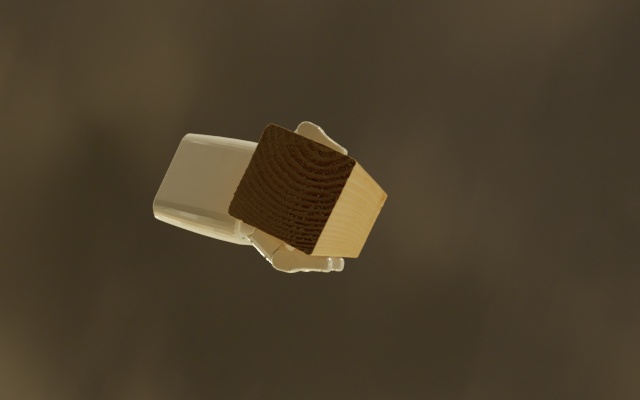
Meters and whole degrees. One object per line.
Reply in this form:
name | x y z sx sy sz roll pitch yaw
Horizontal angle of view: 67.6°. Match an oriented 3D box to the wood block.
wood block | 0.000 0.001 0.502 0.090 0.091 0.206 25 0 16
